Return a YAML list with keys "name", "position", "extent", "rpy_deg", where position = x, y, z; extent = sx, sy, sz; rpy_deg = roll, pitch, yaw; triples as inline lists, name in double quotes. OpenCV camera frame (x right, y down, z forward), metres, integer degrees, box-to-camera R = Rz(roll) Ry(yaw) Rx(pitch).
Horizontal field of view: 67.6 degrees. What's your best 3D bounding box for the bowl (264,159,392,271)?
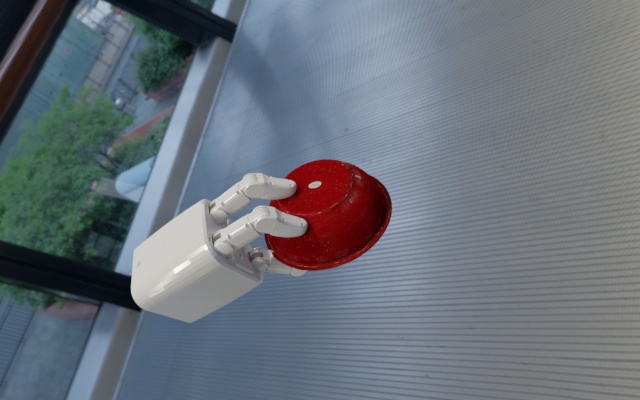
- name: "bowl"
  position: [0.001, 0.001, 0.563]
  extent: [0.162, 0.162, 0.055]
  rpy_deg: [0, -44, 23]
